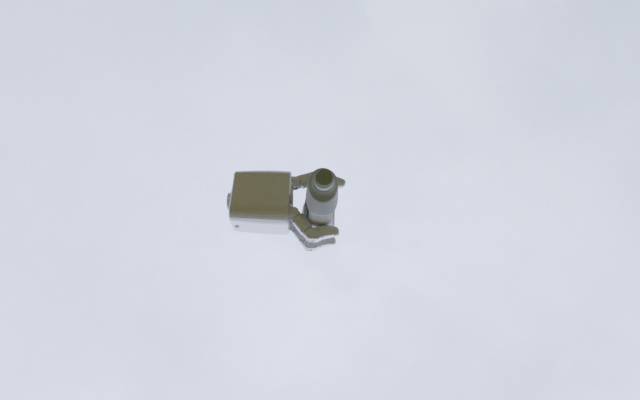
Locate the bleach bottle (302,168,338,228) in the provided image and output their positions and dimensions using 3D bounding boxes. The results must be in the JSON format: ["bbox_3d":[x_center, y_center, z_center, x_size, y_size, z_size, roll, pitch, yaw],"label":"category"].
[{"bbox_3d":[0.000,0.003,0.863,0.068,0.102,0.251,2,-22,-2],"label":"bleach bottle"}]
